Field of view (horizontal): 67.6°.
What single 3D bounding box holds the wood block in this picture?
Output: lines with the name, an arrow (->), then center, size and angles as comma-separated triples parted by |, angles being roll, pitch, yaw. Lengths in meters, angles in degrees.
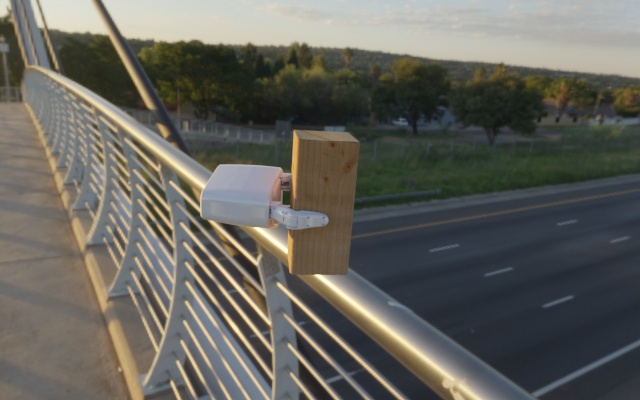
wood block -> 0.000, 0.002, 0.736 | 0.090, 0.206, 0.090 | 2, 17, -8
